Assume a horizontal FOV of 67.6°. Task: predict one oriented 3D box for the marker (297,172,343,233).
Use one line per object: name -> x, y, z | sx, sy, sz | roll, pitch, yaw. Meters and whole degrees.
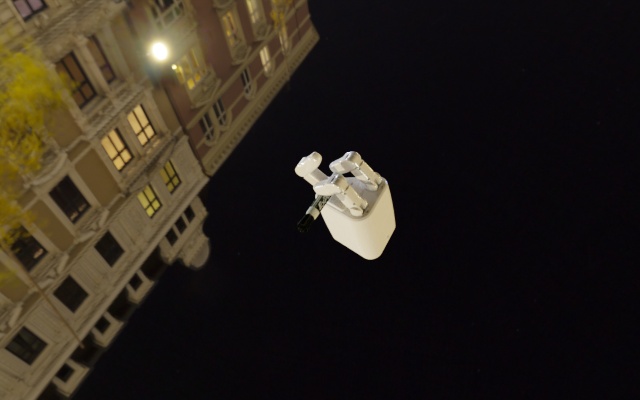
marker -> 0.000, 0.002, 0.741 | 0.020, 0.121, 0.020 | 24, -32, 17
